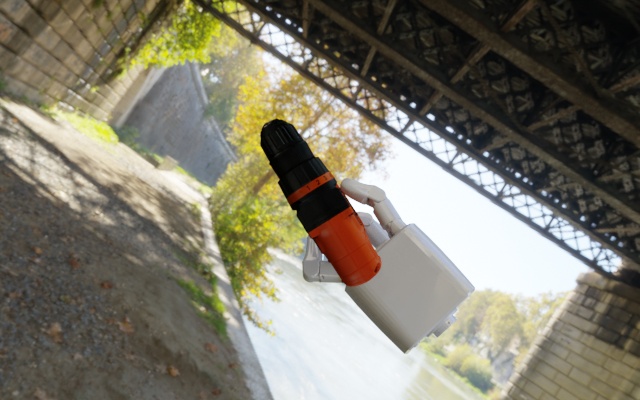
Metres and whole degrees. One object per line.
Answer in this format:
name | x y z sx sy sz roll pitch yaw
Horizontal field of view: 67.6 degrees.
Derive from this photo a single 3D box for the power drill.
power drill | 0.000 0.002 0.539 0.057 0.184 0.187 -30 -2 4
